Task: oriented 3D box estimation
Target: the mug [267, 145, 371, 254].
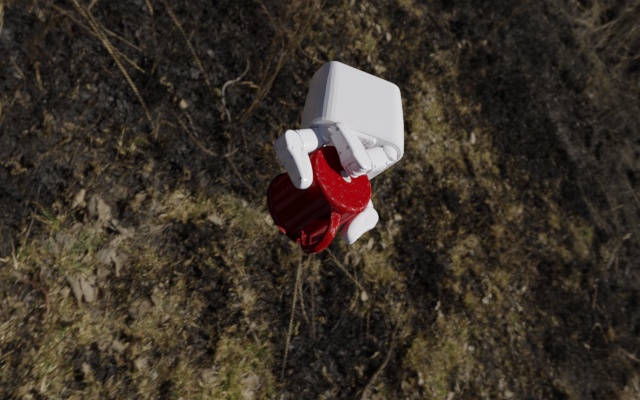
[{"bbox_3d":[0.000,0.003,0.519,0.093,0.117,0.081,28,-42,-27],"label":"mug"}]
